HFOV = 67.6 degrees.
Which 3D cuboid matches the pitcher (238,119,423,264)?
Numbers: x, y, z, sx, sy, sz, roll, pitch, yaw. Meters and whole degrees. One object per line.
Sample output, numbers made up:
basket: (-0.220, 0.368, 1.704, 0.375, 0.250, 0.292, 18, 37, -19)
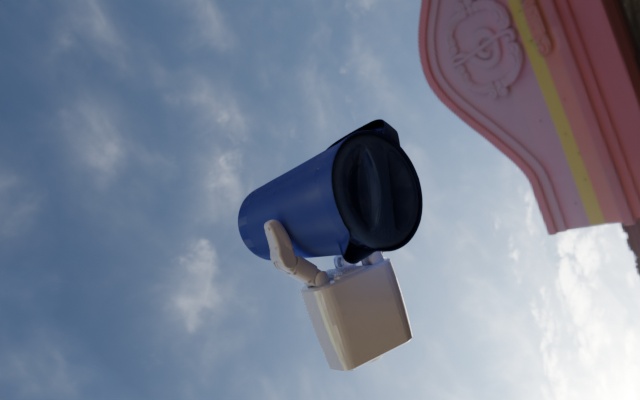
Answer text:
pitcher: (0.000, 0.002, 0.602, 0.149, 0.145, 0.243, -21, 2, -39)
